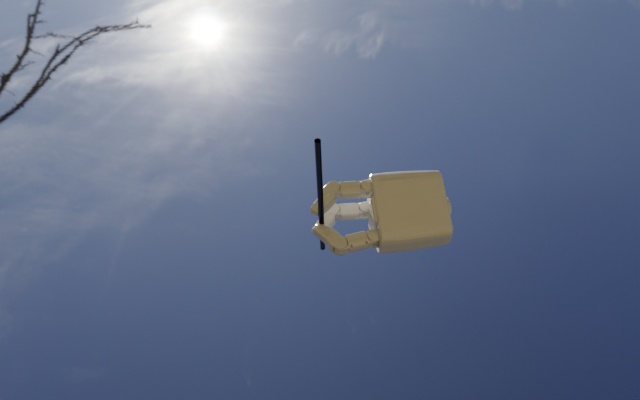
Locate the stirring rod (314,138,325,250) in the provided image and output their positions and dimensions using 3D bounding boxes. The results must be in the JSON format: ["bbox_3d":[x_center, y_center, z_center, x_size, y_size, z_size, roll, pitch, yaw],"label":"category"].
[{"bbox_3d":[0.000,0.002,0.658,0.011,0.011,0.240,0,-37,2],"label":"stirring rod"}]
